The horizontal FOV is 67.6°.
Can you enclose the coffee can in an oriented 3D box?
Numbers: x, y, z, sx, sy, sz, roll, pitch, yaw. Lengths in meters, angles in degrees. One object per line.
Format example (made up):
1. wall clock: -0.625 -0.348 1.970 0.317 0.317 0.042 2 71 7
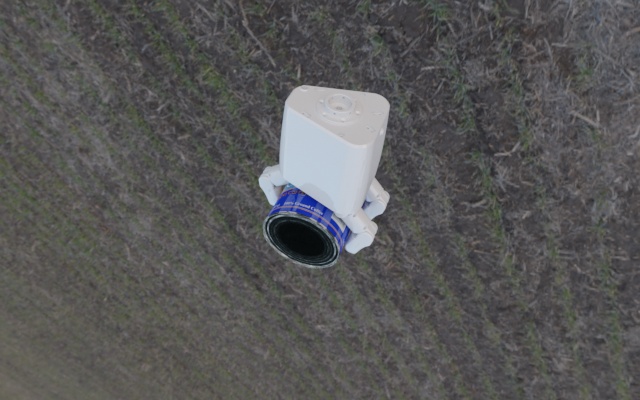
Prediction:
1. coffee can: 0.000 0.002 0.624 0.103 0.140 0.103 16 -39 14
